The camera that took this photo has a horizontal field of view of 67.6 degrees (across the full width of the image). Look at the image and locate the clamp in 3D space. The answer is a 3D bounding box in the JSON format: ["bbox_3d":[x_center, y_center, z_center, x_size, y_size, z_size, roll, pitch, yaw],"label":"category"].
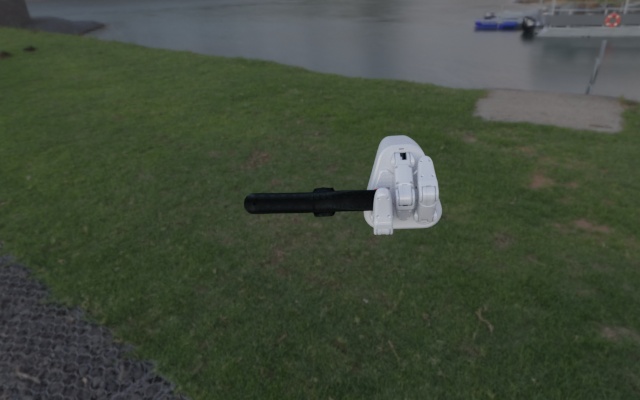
[{"bbox_3d":[0.000,0.001,0.604,0.171,0.039,0.120,1,5,6],"label":"clamp"}]
